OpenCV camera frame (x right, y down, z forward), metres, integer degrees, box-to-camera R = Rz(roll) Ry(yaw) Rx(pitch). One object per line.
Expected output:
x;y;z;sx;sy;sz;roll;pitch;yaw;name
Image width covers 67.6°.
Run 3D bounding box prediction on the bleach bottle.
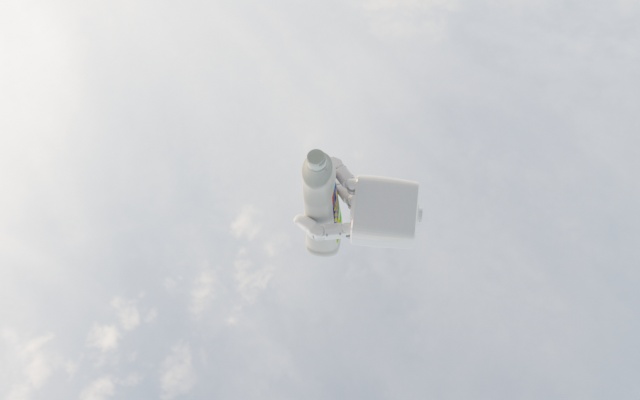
0.000;0.003;0.832;0.068;0.102;0.251;5;-29;7;bleach bottle
